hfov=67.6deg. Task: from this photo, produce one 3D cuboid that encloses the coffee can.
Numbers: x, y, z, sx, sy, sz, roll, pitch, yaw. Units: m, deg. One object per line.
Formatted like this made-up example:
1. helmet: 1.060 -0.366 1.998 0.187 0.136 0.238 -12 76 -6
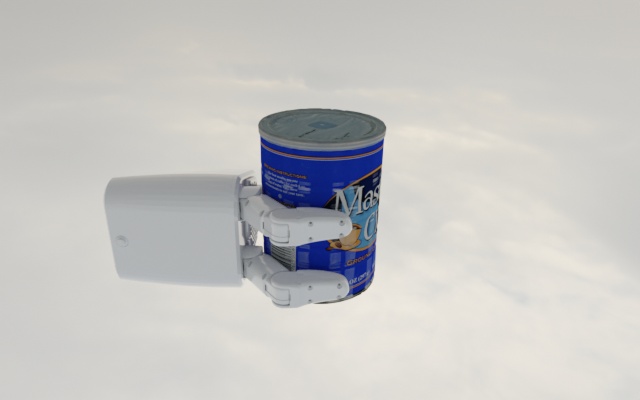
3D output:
1. coffee can: 0.000 0.001 0.411 0.103 0.140 0.102 1 24 0
